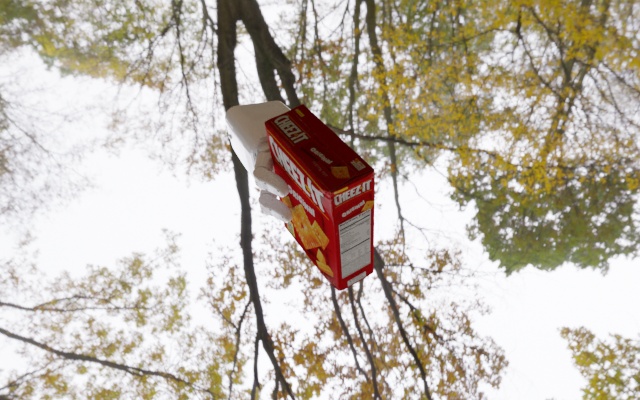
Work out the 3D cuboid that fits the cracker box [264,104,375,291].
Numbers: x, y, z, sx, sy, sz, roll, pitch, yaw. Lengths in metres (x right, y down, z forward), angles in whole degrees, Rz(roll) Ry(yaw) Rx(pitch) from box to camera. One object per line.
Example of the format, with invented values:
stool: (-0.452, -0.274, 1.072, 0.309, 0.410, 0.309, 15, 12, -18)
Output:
cracker box: (0.000, 0.002, 0.663, 0.072, 0.214, 0.164, -28, 51, -19)
